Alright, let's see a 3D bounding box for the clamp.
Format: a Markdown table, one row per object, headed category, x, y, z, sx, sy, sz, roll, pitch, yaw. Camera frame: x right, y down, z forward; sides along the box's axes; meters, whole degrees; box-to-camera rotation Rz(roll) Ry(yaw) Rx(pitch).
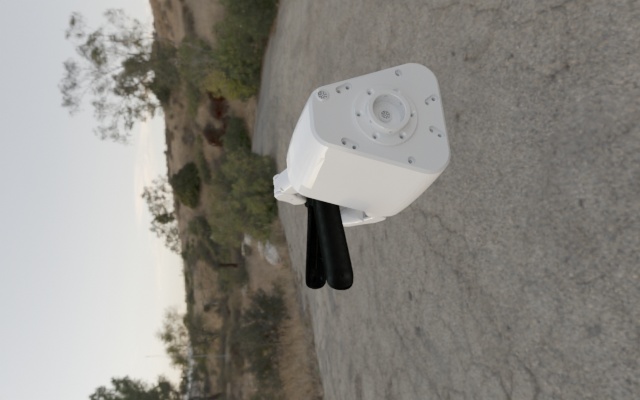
| category | x | y | z | sx | sy | sz | roll | pitch | yaw |
| --- | --- | --- | --- | --- | --- | --- | --- | --- | --- |
| clamp | -0.001 | 0.001 | 0.528 | 0.036 | 0.210 | 0.165 | -1 | -17 | -11 |
